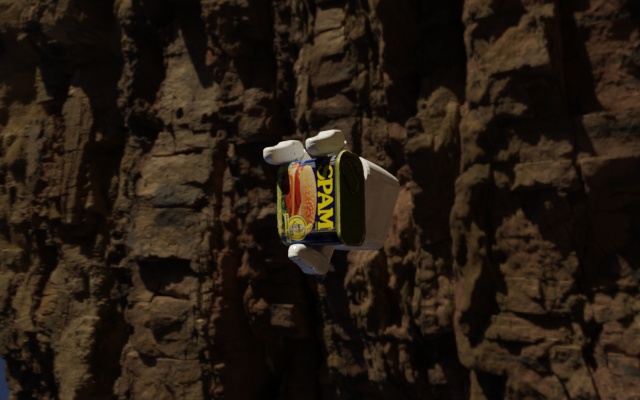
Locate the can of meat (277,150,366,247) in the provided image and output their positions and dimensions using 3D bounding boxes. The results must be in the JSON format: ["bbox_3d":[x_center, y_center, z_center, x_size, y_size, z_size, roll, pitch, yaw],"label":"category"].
[{"bbox_3d":[0.000,0.002,0.532,0.084,0.102,0.057,-6,-9,32],"label":"can of meat"}]
